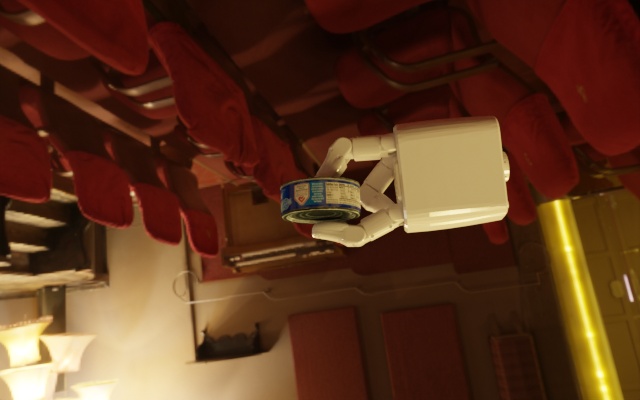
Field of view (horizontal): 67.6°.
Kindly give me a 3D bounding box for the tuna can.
[{"bbox_3d":[0.000,0.002,0.508,0.086,0.033,0.086,-2,-13,0],"label":"tuna can"}]
